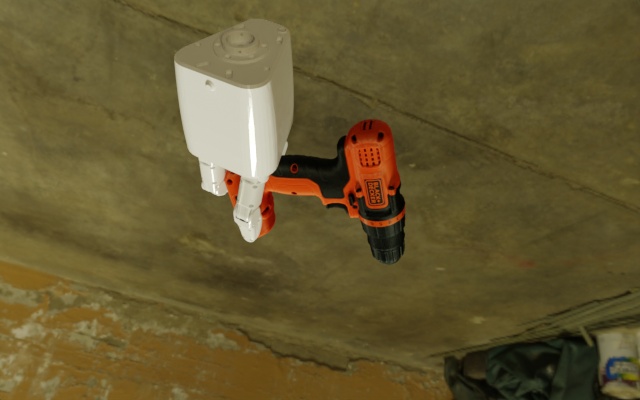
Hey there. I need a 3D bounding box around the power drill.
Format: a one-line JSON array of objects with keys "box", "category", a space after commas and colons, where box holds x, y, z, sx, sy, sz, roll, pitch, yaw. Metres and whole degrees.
[{"box": [0.000, 0.002, 0.538, 0.187, 0.185, 0.057, -4, 34, 13], "category": "power drill"}]
